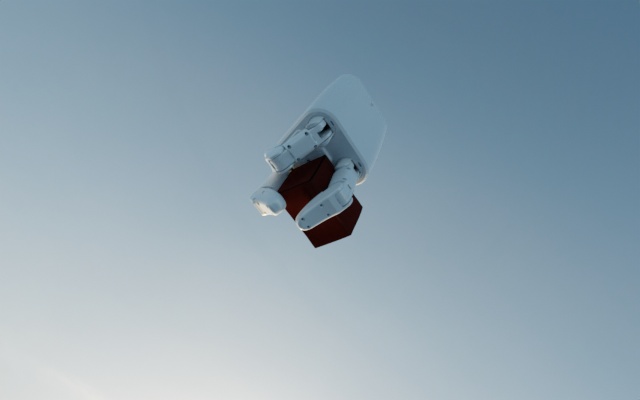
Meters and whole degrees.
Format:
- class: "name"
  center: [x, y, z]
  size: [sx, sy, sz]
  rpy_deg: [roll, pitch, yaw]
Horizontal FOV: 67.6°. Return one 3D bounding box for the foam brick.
- class: "foam brick"
  center: [0.000, 0.002, 0.516]
  size: [0.053, 0.078, 0.051]
  rpy_deg: [-21, 25, 34]
